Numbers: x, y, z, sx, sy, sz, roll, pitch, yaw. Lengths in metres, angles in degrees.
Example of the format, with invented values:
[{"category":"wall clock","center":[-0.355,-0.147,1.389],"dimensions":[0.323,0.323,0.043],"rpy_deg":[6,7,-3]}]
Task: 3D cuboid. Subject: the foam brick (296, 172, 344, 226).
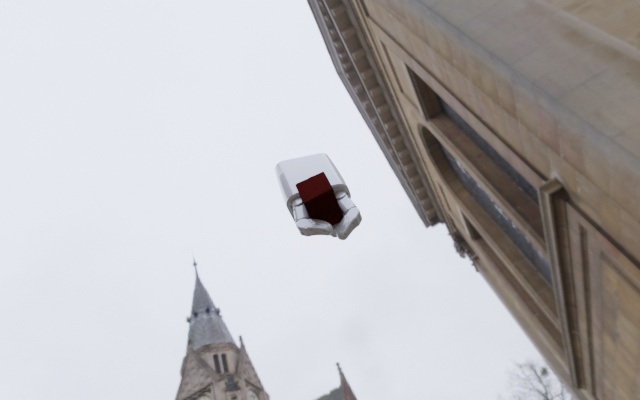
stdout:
[{"category":"foam brick","center":[0.000,0.002,0.782],"dimensions":[0.053,0.078,0.051],"rpy_deg":[-24,45,-1]}]
